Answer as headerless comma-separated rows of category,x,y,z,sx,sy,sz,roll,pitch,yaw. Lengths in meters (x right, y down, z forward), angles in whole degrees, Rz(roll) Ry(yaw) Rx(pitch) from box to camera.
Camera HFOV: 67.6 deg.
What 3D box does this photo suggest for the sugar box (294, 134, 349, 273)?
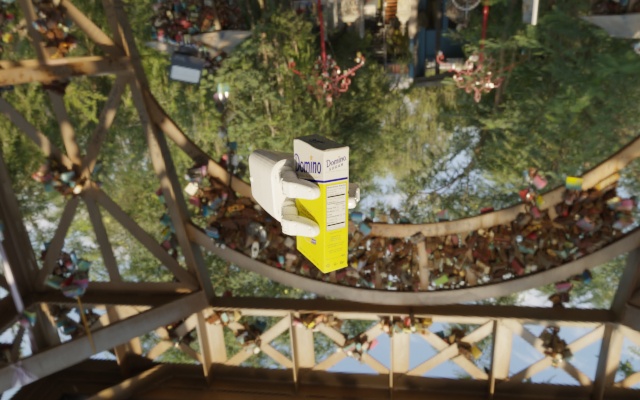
sugar box,0.000,0.002,0.673,0.048,0.176,0.093,-14,23,-25
